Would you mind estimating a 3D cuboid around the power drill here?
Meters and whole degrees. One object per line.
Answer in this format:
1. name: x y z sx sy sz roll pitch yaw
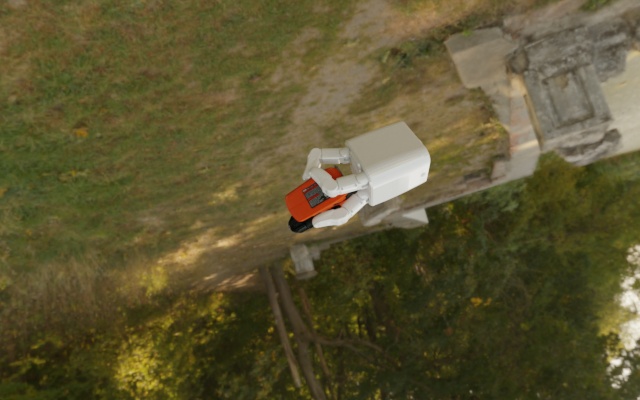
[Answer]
1. power drill: 0.000 0.003 0.864 0.184 0.057 0.187 -33 -9 10
